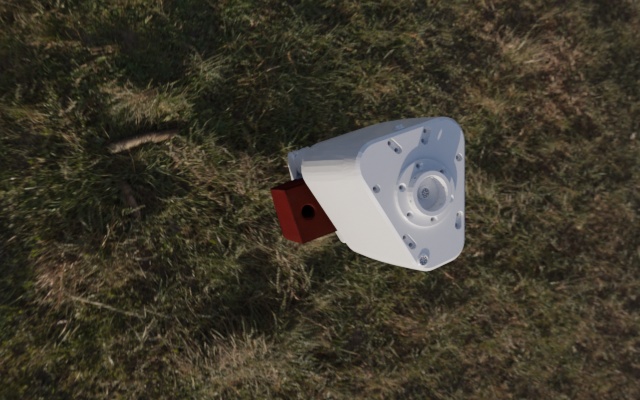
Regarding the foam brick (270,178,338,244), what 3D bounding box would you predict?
[{"bbox_3d":[0.000,0.002,0.452,0.078,0.053,0.051,-21,11,-19],"label":"foam brick"}]
